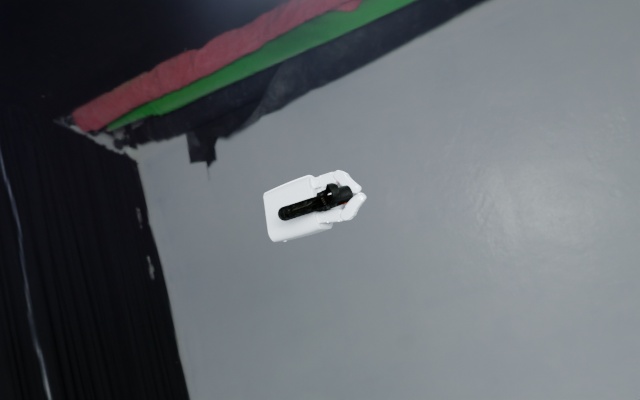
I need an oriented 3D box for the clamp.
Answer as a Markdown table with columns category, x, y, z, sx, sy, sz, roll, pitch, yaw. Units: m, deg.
| category | x | y | z | sx | sy | sz | roll | pitch | yaw |
| --- | --- | --- | --- | --- | --- | --- | --- | --- | --- |
| clamp | 0.000 | 0.002 | 0.856 | 0.120 | 0.039 | 0.171 | -19 | -8 | 19 |
